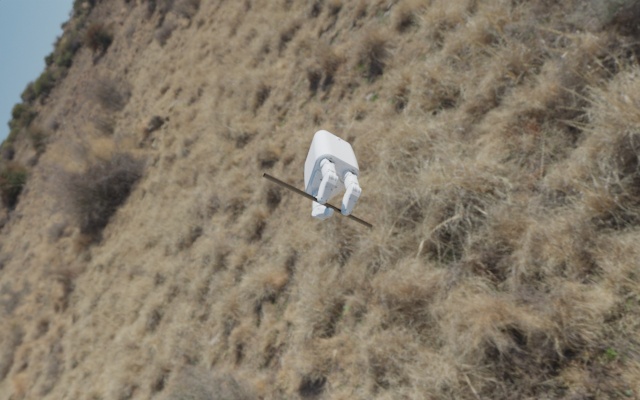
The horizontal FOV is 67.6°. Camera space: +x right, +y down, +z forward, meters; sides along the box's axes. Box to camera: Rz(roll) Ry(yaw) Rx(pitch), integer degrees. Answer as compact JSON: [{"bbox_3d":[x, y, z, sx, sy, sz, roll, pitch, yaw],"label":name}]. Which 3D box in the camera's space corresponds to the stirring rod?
[{"bbox_3d":[0.000,0.003,0.890,0.239,0.011,0.011,26,-11,-23],"label":"stirring rod"}]
